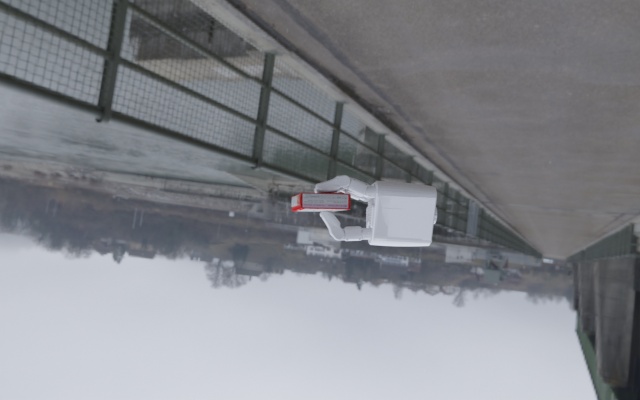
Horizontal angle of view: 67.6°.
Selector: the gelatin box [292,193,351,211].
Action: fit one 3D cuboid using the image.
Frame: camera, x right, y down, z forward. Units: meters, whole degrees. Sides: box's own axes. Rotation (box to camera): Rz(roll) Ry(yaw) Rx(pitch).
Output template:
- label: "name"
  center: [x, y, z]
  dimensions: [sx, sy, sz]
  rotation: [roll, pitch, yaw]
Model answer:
- label: "gelatin box"
  center: [0.000, 0.003, 0.830]
  dimensions: [0.089, 0.030, 0.073]
  rotation: [0, -4, -16]
